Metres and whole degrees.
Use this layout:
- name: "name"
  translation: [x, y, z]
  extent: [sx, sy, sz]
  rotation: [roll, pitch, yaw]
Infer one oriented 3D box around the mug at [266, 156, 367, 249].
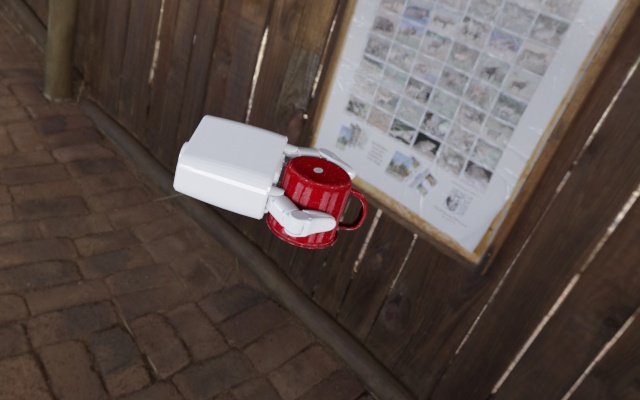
- name: "mug"
  translation: [0.002, 0.002, 0.580]
  extent: [0.117, 0.081, 0.093]
  rotation: [16, 27, -5]
